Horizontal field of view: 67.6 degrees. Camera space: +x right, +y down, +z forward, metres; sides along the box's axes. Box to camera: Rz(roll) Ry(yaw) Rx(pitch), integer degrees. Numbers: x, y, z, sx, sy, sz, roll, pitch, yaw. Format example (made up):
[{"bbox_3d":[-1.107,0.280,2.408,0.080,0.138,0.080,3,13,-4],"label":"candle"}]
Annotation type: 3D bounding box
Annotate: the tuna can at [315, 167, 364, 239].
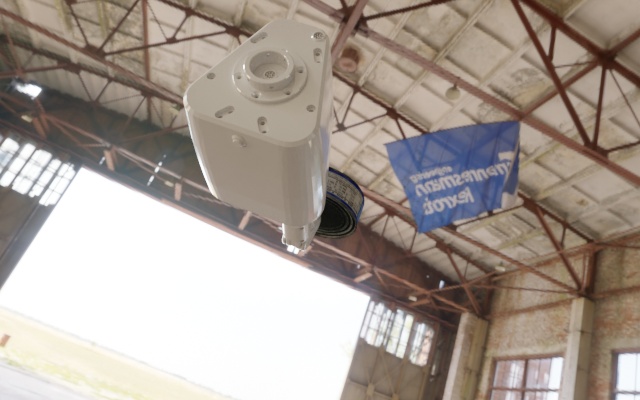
[{"bbox_3d":[0.000,0.001,0.481,0.086,0.033,0.086,16,-31,10],"label":"tuna can"}]
